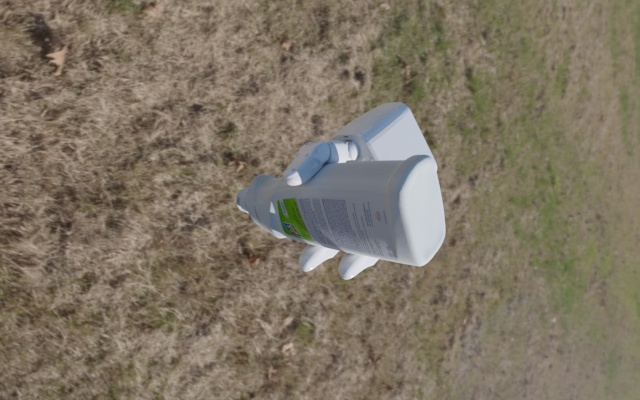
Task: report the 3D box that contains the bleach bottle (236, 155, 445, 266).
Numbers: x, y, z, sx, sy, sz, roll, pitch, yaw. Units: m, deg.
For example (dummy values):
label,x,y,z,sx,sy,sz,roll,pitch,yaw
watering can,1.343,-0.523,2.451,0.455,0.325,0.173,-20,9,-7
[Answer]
label,x,y,z,sx,sy,sz,roll,pitch,yaw
bleach bottle,0.000,0.002,0.506,0.251,0.103,0.068,6,34,40
